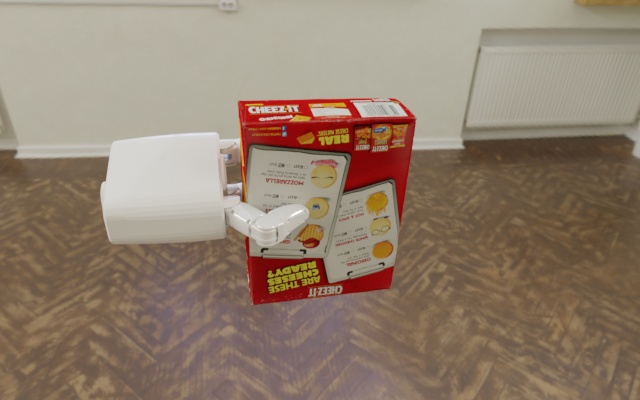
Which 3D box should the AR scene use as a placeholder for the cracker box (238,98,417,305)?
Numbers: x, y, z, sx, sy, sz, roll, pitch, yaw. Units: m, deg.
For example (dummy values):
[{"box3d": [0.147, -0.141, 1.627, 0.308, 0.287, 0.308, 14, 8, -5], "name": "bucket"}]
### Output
[{"box3d": [0.000, 0.002, 0.507, 0.164, 0.214, 0.072, -4, 33, -11], "name": "cracker box"}]
